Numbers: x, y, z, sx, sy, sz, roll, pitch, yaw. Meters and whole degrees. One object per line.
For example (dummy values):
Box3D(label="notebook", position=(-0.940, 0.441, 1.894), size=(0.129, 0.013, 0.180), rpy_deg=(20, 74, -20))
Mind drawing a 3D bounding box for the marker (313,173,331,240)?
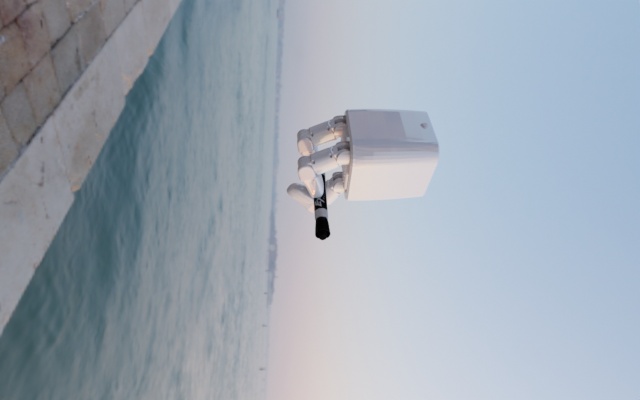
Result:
Box3D(label="marker", position=(0.000, 0.002, 0.612), size=(0.020, 0.121, 0.020), rpy_deg=(-2, -45, -2))
